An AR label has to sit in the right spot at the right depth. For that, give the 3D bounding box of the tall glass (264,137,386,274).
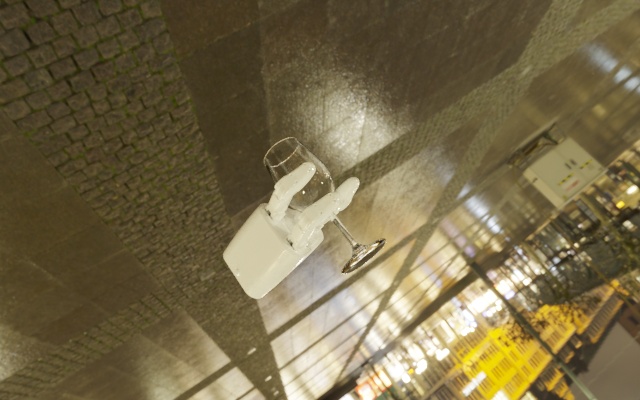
[{"bbox_3d":[0.001,0.003,0.668,0.079,0.201,0.079,-33,-21,-14],"label":"tall glass"}]
